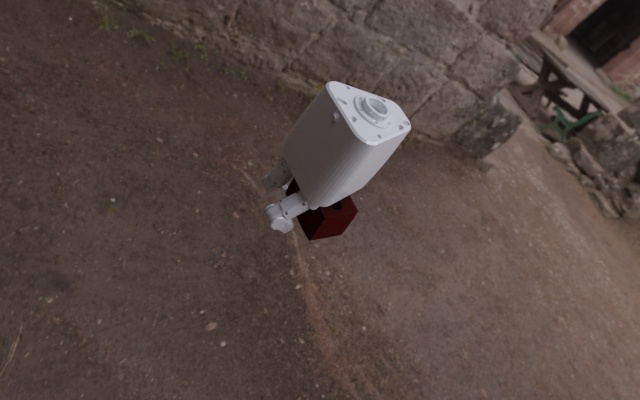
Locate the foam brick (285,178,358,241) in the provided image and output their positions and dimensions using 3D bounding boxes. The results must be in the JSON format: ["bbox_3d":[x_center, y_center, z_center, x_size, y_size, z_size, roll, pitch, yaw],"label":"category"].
[{"bbox_3d":[0.000,0.002,0.594,0.053,0.078,0.051,-10,-29,-35],"label":"foam brick"}]
